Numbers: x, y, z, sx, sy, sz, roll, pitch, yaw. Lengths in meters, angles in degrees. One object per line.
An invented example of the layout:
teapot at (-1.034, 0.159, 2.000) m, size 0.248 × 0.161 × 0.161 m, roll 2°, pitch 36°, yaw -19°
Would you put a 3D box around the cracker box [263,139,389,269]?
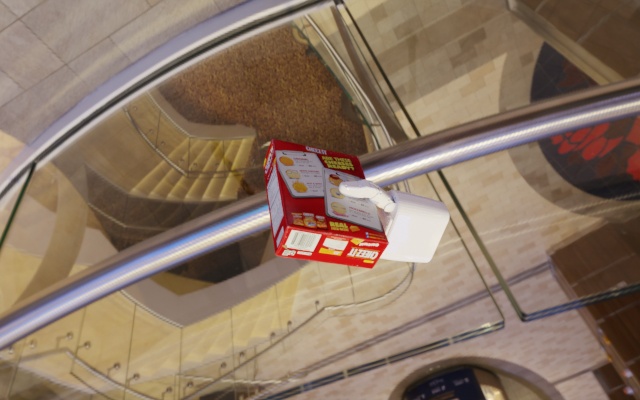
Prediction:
cracker box at (0.000, 0.003, 0.770) m, size 0.164 × 0.072 × 0.213 m, roll 10°, pitch 39°, yaw -21°
